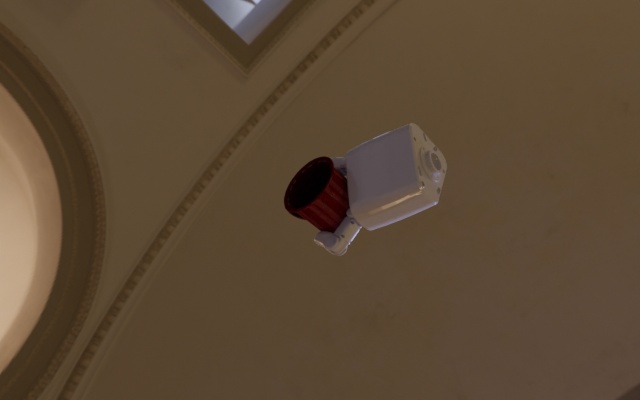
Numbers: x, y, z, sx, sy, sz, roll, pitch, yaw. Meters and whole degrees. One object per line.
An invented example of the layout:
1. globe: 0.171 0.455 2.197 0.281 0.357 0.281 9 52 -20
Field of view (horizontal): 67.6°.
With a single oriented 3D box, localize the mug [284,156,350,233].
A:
1. mug: -0.001 0.003 0.685 0.117 0.093 0.081 -23 -49 37
